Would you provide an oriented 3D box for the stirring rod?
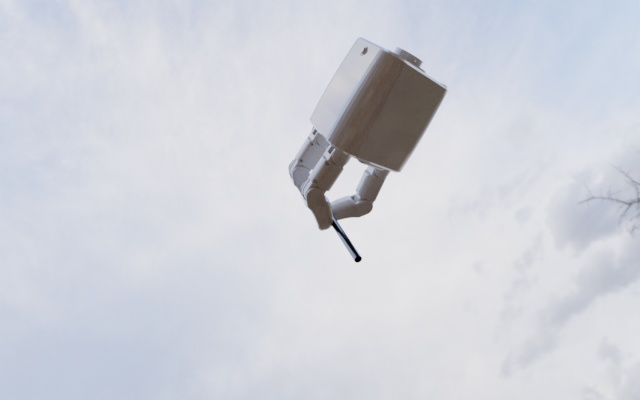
[{"bbox_3d":[0.000,0.002,0.566,0.011,0.011,0.239,0,28,-20],"label":"stirring rod"}]
